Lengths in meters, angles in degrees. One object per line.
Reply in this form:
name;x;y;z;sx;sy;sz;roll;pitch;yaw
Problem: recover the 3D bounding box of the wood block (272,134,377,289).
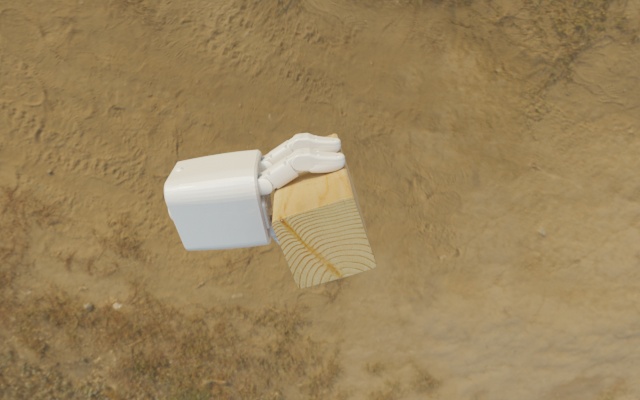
wood block;0.000;0.002;0.583;0.090;0.091;0.206;-17;26;5
